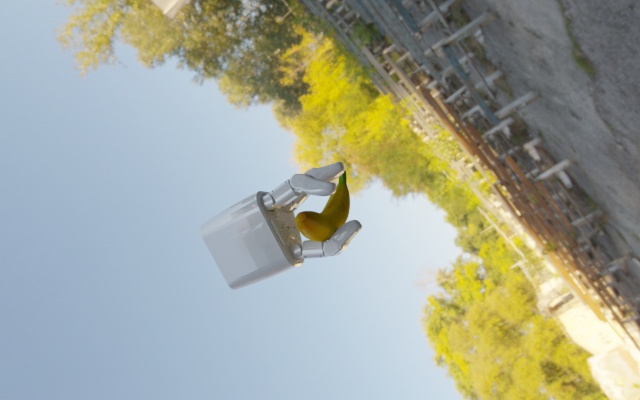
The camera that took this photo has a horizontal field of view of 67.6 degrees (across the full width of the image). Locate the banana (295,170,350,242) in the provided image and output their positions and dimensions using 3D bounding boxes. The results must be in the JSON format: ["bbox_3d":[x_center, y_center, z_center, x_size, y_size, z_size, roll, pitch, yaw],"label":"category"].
[{"bbox_3d":[0.007,0.018,0.650,0.037,0.070,0.197,-15,14,21],"label":"banana"}]
